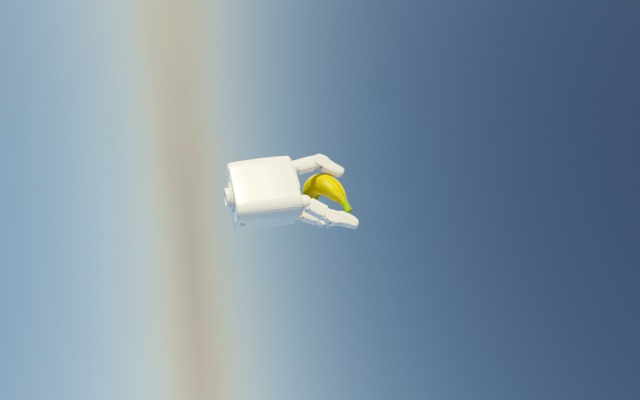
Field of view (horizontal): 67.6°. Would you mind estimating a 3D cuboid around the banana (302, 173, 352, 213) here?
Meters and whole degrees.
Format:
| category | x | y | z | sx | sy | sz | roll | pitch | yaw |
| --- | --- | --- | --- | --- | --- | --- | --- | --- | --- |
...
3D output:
| category | x | y | z | sx | sy | sz | roll | pitch | yaw |
| --- | --- | --- | --- | --- | --- | --- | --- | --- | --- |
| banana | -0.001 | -0.015 | 0.876 | 0.037 | 0.069 | 0.198 | -9 | 6 | -20 |
